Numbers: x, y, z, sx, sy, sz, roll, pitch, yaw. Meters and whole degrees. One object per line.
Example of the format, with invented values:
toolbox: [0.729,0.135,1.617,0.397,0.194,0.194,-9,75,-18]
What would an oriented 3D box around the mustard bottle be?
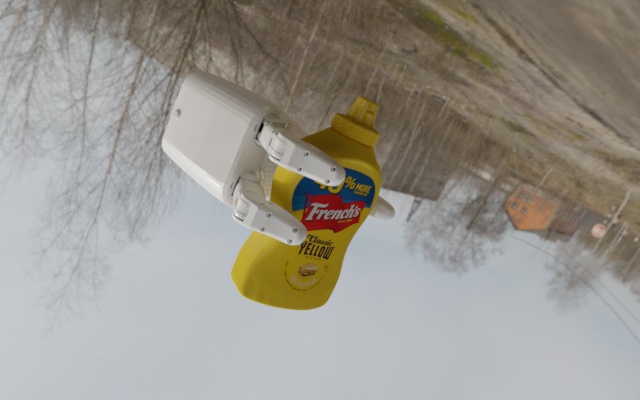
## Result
mustard bottle: [0.000,0.002,0.414,0.096,0.192,0.058,16,16,-33]
